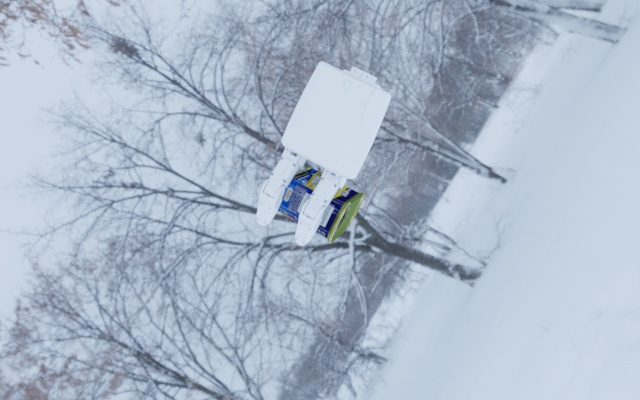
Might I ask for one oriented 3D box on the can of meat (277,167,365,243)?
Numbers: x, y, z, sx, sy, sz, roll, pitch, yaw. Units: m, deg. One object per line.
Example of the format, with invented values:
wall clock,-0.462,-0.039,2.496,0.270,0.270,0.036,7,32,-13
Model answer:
can of meat,0.000,0.002,0.610,0.084,0.057,0.102,29,19,11
